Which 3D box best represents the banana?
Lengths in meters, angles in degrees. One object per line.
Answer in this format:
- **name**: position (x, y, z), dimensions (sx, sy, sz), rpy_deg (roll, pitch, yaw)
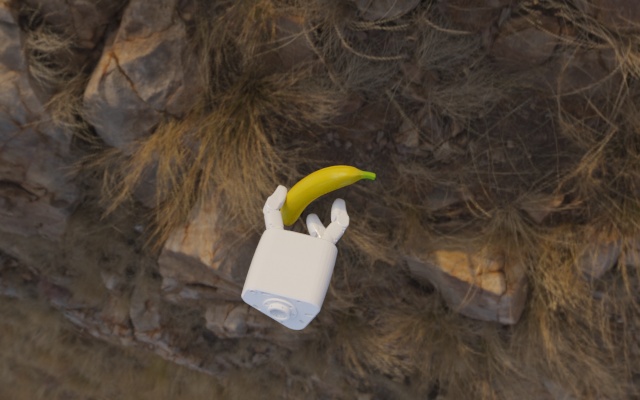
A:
- **banana**: position (-0.010, -0.009, 0.756), dimensions (0.198, 0.037, 0.070), rpy_deg (-27, -54, 36)
